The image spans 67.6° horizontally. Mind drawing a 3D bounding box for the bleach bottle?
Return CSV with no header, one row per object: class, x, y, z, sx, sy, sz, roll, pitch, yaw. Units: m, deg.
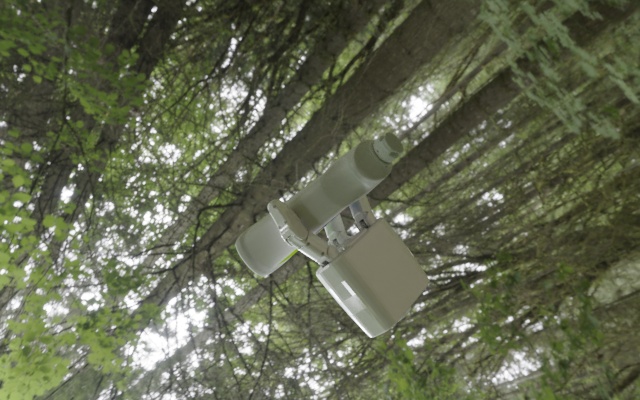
bleach bottle,0.000,0.002,0.596,0.251,0.068,0.102,-39,0,37
